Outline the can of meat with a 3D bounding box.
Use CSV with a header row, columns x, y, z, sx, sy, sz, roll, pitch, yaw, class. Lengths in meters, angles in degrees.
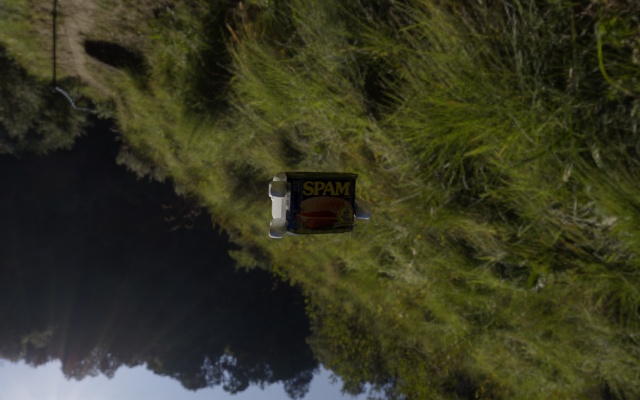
x,y,z,sx,sy,sz,roll,pitch,yaw,class
0.000,0.003,0.680,0.102,0.084,0.057,0,7,-20,can of meat
